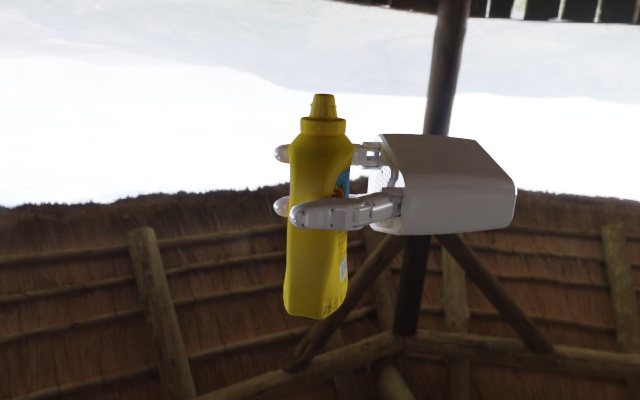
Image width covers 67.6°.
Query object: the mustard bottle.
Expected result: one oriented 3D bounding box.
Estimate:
[{"bbox_3d":[0.000,0.002,0.432,0.058,0.192,0.096,7,17,13],"label":"mustard bottle"}]
